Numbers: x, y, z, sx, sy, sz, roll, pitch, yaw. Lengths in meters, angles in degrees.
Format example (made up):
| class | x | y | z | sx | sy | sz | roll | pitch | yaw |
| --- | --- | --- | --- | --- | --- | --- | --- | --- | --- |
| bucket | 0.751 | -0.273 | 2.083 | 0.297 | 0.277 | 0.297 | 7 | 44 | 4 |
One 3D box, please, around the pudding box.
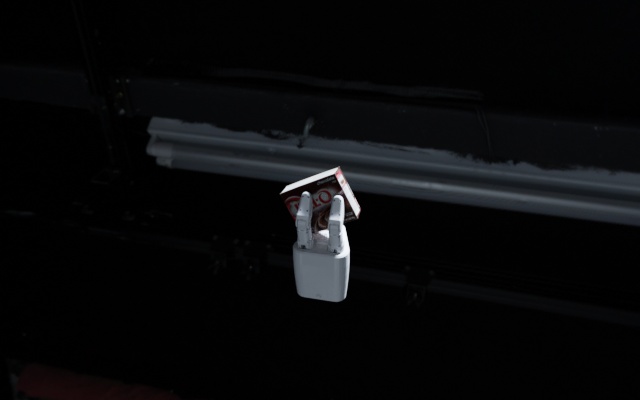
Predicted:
| class | x | y | z | sx | sy | sz | roll | pitch | yaw |
| --- | --- | --- | --- | --- | --- | --- | --- | --- | --- |
| pudding box | 0.000 | 0.003 | 0.823 | 0.113 | 0.090 | 0.039 | -21 | 20 | 23 |
